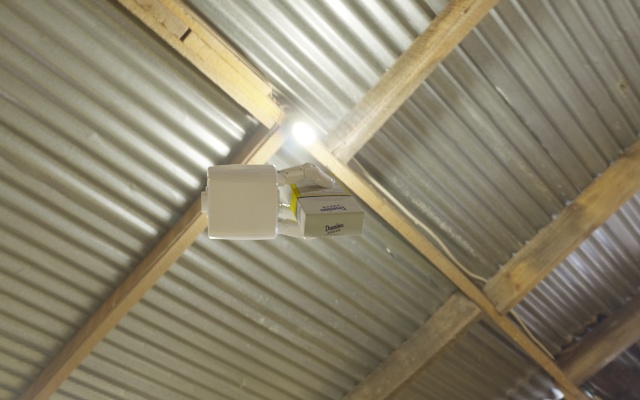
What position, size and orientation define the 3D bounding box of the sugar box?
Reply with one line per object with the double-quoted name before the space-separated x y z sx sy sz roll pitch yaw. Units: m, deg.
"sugar box" 0.000 0.003 0.778 0.093 0.048 0.176 -2 26 -14
